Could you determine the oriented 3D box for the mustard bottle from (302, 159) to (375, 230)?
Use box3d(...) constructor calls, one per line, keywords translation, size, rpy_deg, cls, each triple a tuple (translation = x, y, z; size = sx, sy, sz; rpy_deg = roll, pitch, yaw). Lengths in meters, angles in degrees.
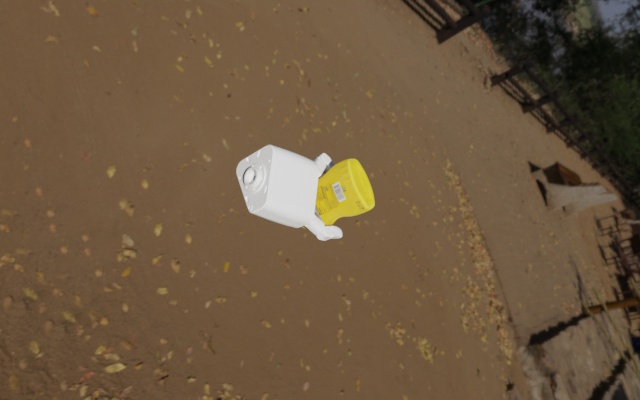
box3d(translation=(0.001, 0.003, 0.867), size=(0.192, 0.096, 0.058), rpy_deg=(-25, -5, 34), cls="mustard bottle")
